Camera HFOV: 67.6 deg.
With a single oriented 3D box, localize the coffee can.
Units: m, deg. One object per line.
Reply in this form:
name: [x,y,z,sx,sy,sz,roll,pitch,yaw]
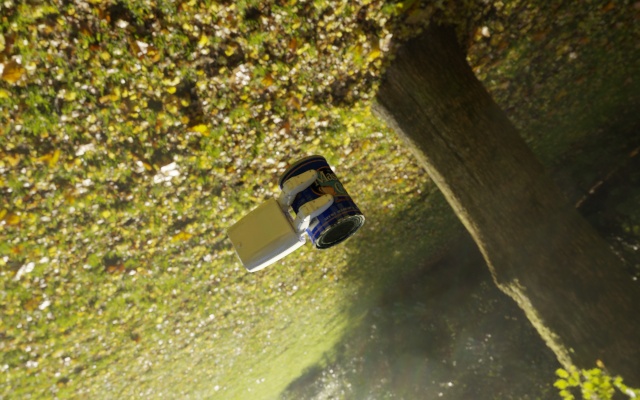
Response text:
coffee can: [0.000,0.003,0.863,0.103,0.140,0.103,-27,-24,-13]
